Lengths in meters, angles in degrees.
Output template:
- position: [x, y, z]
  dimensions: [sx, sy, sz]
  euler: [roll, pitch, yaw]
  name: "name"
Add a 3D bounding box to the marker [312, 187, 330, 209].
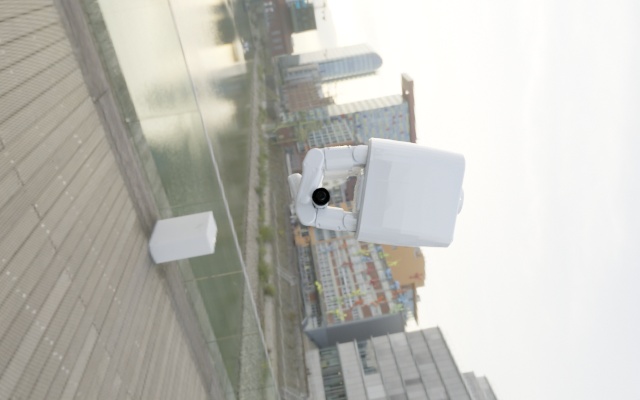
- position: [0.000, 0.002, 0.538]
  dimensions: [0.020, 0.020, 0.121]
  euler: [0, -6, -1]
  name: "marker"
